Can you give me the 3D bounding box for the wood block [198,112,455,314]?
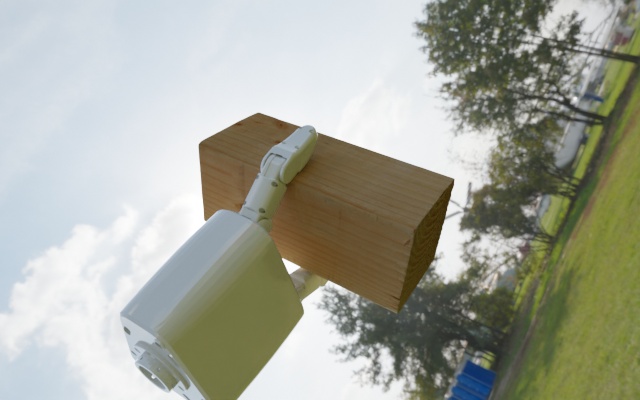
[{"bbox_3d":[0.000,0.001,0.429,0.206,0.091,0.090,22,37,24],"label":"wood block"}]
